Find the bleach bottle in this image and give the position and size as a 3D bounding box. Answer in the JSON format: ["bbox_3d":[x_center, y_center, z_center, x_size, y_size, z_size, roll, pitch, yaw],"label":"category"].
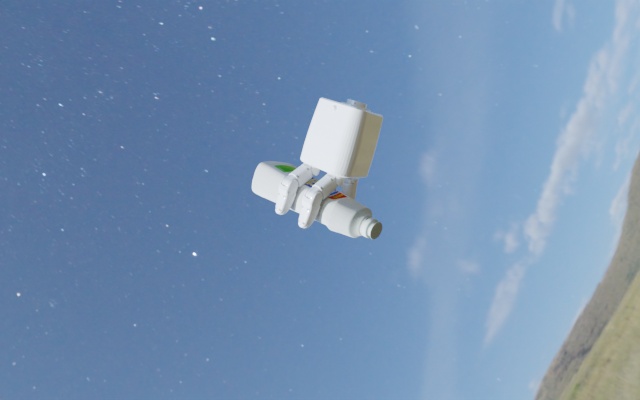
[{"bbox_3d":[0.000,0.003,0.784,0.250,0.068,0.102,26,14,39],"label":"bleach bottle"}]
